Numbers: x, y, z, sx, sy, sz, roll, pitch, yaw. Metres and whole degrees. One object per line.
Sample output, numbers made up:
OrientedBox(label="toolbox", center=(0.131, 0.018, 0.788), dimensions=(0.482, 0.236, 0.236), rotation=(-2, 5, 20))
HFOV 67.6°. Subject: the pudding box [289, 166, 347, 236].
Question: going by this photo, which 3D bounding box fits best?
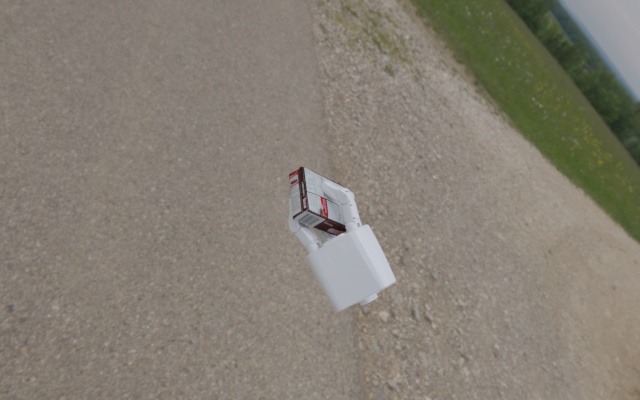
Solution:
OrientedBox(label="pudding box", center=(0.000, 0.003, 0.819), dimensions=(0.039, 0.090, 0.113), rotation=(-30, -38, 32))
